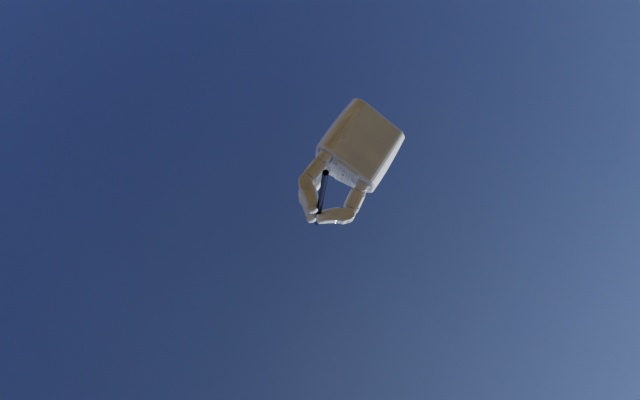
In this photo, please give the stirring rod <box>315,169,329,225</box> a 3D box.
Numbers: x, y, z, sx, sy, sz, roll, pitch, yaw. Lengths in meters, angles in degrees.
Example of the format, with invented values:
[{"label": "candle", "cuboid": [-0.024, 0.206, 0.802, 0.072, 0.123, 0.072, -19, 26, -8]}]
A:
[{"label": "stirring rod", "cuboid": [0.000, 0.002, 0.681, 0.011, 0.011, 0.240, 0, -17, -3]}]
